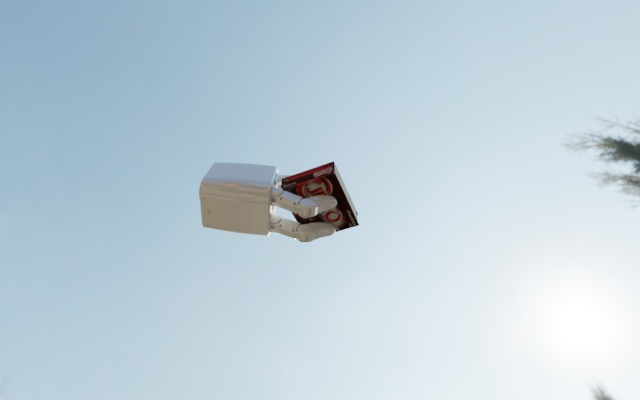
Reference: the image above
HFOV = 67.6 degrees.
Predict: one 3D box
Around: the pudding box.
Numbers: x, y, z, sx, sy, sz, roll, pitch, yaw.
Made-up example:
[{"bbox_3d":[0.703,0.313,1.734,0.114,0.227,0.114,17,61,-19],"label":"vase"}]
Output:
[{"bbox_3d":[0.000,0.002,0.748,0.090,0.114,0.039,-17,38,15],"label":"pudding box"}]
